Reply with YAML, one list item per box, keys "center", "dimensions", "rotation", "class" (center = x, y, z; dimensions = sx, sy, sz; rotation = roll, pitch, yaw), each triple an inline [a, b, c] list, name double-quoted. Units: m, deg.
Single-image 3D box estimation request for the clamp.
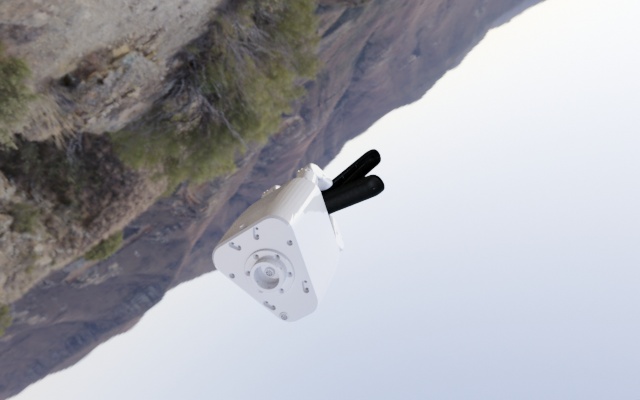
- center: [0.000, 0.003, 0.641]
  dimensions: [0.210, 0.036, 0.164]
  rotation: [-31, 11, 21]
  class: "clamp"
